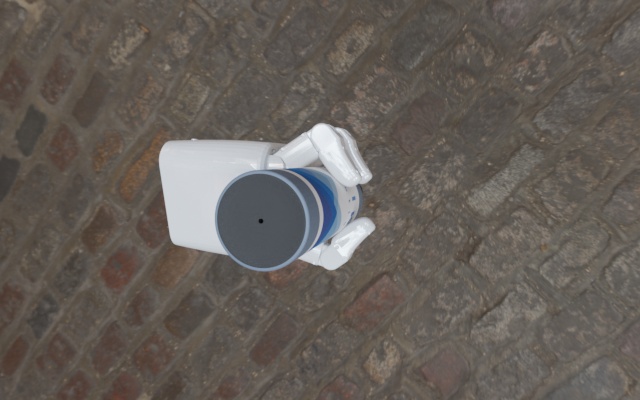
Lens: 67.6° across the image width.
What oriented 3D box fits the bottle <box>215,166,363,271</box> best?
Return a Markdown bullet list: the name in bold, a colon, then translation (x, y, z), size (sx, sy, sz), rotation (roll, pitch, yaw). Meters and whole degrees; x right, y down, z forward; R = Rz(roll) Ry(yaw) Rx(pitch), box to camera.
- **bottle**: translation (0.000, 0.002, 0.449), size (0.069, 0.069, 0.295), rotation (0, 5, 15)
